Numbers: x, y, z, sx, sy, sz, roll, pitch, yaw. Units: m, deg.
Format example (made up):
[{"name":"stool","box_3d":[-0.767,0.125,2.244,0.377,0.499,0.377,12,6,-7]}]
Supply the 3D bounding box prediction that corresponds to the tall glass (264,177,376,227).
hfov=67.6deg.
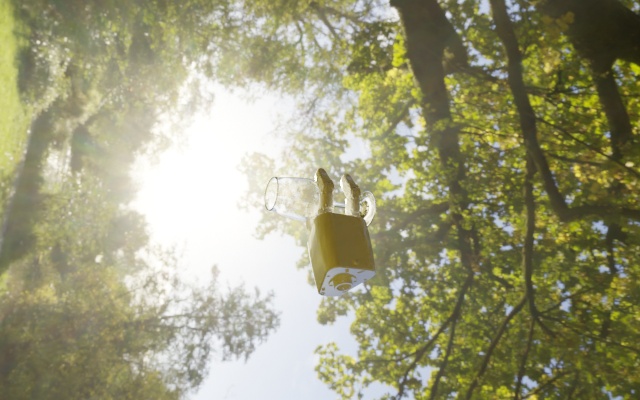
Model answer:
[{"name":"tall glass","box_3d":[0.001,0.003,0.889,0.201,0.079,0.079,10,-5,-26]}]
